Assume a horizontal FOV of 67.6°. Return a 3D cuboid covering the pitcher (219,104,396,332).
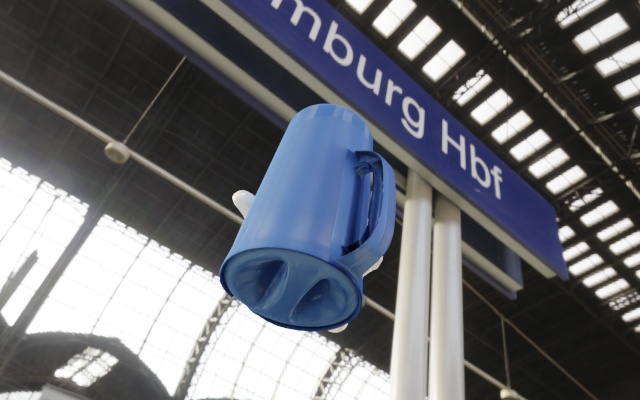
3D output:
[{"bbox_3d":[0.000,0.002,0.509,0.149,0.242,0.145,9,-43,5],"label":"pitcher"}]
